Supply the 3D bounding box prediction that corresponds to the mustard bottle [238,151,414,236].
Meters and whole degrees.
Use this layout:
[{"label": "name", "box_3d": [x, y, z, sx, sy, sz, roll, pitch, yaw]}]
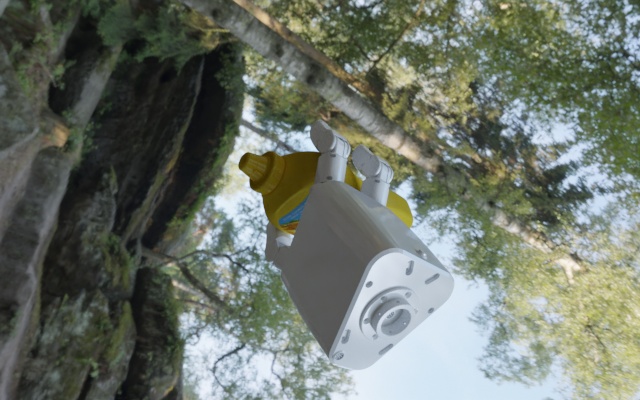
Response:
[{"label": "mustard bottle", "box_3d": [0.000, 0.001, 0.485, 0.192, 0.058, 0.096, 28, -53, -34]}]
